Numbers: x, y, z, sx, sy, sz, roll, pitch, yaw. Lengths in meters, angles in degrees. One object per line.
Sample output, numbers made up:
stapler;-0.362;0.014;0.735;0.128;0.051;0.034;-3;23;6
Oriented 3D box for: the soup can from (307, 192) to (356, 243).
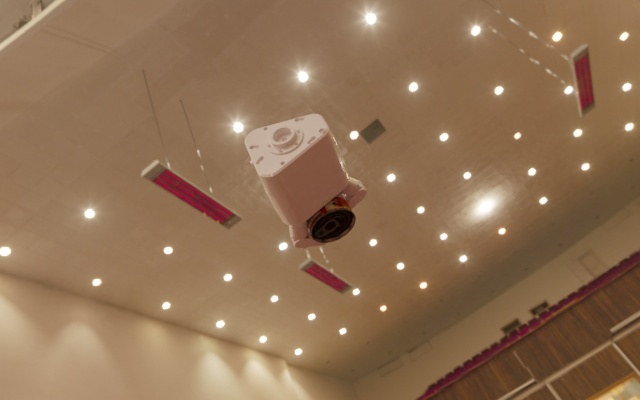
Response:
soup can;0.000;0.002;0.701;0.068;0.068;0.102;0;43;-30
